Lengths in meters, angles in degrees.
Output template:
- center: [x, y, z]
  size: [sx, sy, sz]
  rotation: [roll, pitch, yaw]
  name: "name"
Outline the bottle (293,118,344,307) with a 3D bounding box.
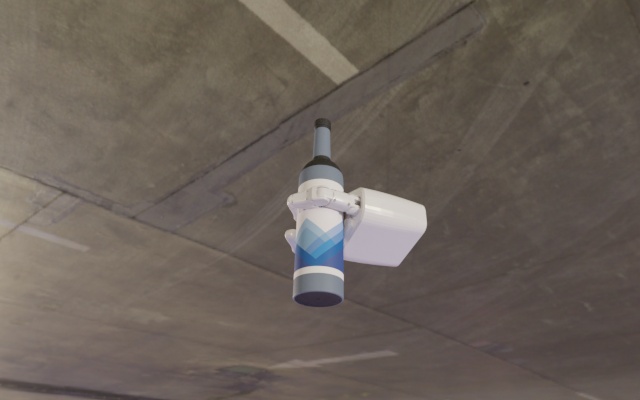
- center: [0.000, 0.002, 0.695]
  size: [0.069, 0.295, 0.069]
  rotation: [1, -30, 1]
  name: "bottle"
